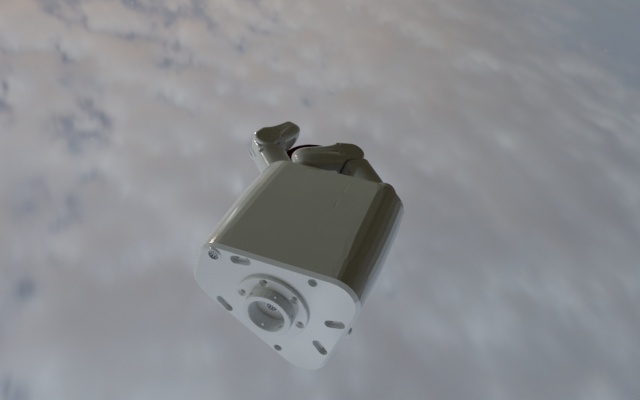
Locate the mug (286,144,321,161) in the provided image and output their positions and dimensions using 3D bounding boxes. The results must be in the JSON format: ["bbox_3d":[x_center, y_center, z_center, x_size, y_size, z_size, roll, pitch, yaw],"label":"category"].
[{"bbox_3d":[0.000,0.001,0.459,0.093,0.081,0.117,29,38,4],"label":"mug"}]
